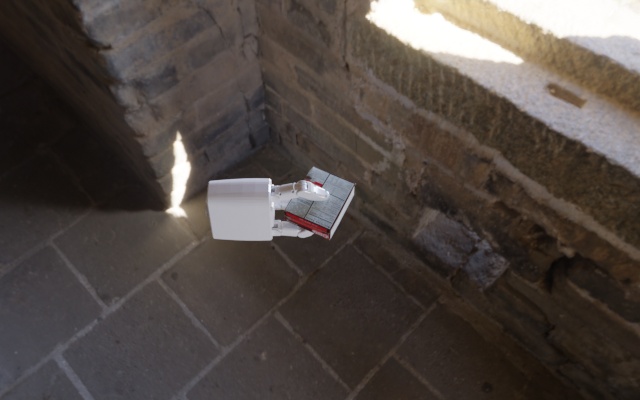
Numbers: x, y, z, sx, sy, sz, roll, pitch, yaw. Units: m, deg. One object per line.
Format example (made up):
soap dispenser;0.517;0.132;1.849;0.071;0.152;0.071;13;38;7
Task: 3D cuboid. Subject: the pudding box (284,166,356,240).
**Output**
pudding box;0.000;0.003;0.839;0.090;0.113;0.039;24;-29;11
